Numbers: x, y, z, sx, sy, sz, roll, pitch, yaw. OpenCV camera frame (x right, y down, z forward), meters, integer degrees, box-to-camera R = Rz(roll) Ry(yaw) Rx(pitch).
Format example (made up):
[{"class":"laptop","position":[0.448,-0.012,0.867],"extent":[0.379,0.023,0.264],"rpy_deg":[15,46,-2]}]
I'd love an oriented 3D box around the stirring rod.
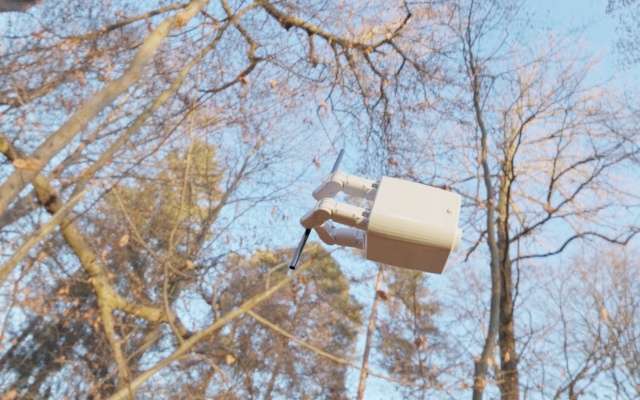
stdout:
[{"class":"stirring rod","position":[0.000,0.002,0.669],"extent":[0.011,0.011,0.239],"rpy_deg":[0,42,23]}]
